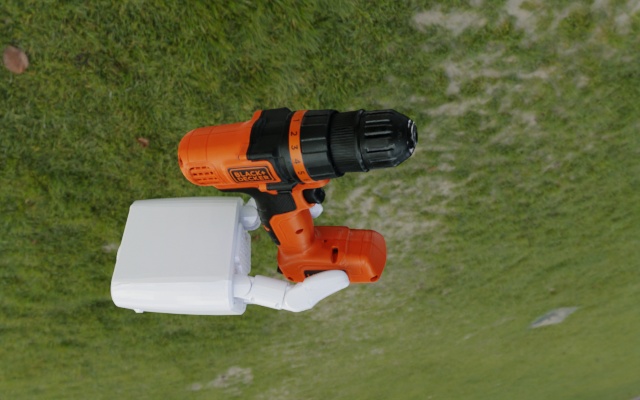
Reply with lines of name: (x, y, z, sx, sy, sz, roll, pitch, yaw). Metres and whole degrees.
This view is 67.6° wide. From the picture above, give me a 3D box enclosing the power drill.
power drill: (0.000, 0.002, 0.401, 0.184, 0.057, 0.188, -1, -39, 22)
